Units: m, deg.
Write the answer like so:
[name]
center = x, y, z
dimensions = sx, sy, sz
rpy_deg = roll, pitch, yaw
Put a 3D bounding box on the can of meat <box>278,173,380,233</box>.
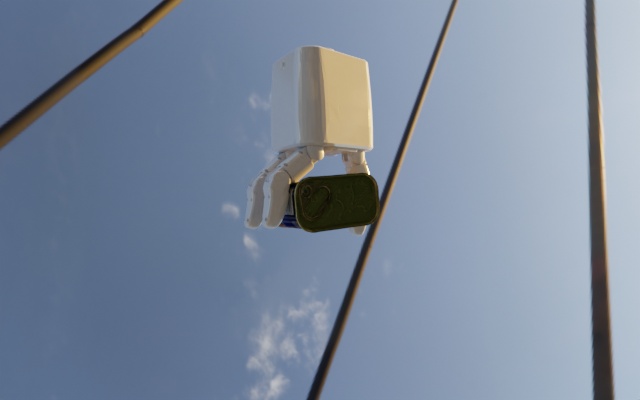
[can of meat]
center = 0.000, 0.002, 0.534
dimensions = 0.102, 0.057, 0.084
rpy_deg = -6, 3, -29
